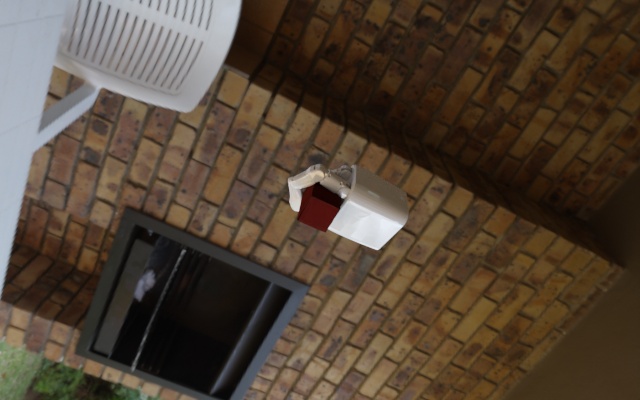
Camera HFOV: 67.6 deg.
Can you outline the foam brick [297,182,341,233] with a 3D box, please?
[{"bbox_3d":[0.000,0.003,0.761,0.051,0.053,0.078,26,30,-10],"label":"foam brick"}]
